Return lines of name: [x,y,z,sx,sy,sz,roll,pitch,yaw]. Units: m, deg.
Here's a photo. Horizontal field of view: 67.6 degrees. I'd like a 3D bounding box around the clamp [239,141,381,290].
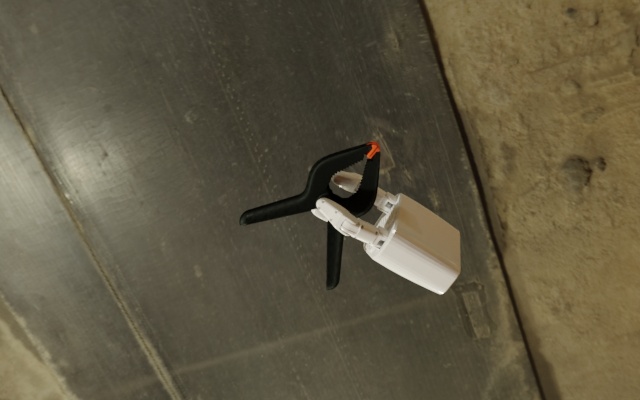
clamp: [0.001,0.002,0.636,0.164,0.210,0.036,31,17,-5]
